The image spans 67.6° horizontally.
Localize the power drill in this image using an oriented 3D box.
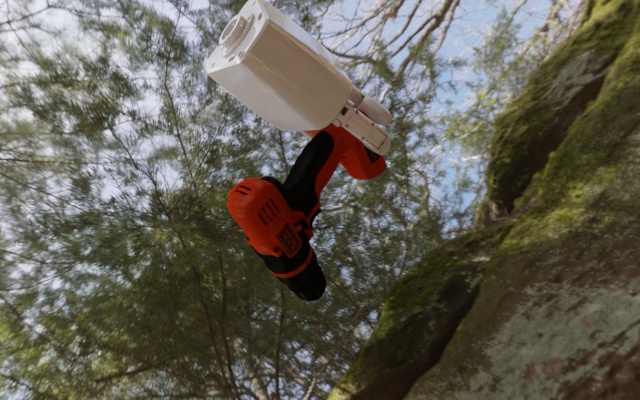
[{"bbox_3d":[0.000,0.001,0.530,0.057,0.187,0.185,17,-31,37],"label":"power drill"}]
